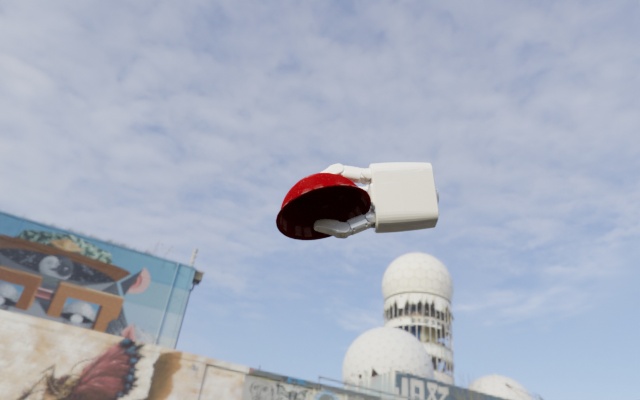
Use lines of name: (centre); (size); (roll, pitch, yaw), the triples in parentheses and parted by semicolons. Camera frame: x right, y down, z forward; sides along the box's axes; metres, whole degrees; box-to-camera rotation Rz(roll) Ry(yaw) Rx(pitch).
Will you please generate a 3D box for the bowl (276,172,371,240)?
bowl: (-0.001, 0.002, 0.796); (0.162, 0.055, 0.162); (-12, -32, -8)
